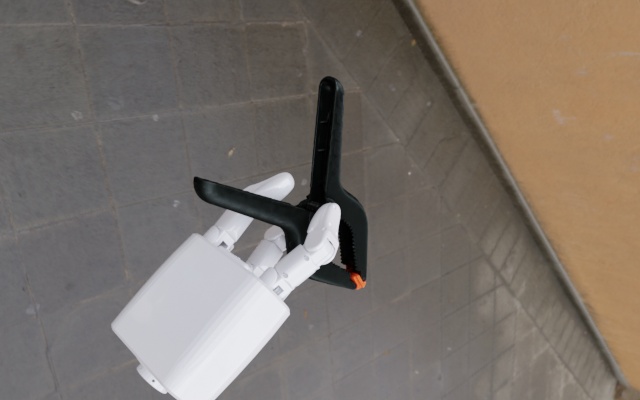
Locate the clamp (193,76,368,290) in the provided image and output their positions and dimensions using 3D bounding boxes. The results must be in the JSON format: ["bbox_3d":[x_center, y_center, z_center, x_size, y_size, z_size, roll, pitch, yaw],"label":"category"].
[{"bbox_3d":[0.001,0.002,0.454,0.036,0.164,0.210,19,-29,51],"label":"clamp"}]
